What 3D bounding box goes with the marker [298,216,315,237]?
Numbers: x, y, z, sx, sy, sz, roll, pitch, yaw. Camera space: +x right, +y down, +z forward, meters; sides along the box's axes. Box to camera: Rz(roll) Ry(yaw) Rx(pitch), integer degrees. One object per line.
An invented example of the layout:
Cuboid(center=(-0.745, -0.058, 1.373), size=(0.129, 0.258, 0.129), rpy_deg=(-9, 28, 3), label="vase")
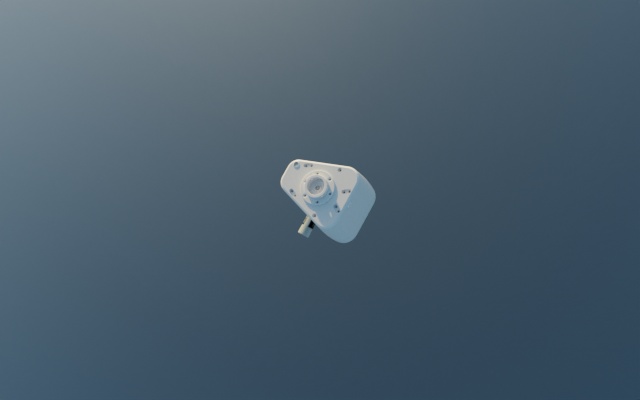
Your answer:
Cuboid(center=(0.000, 0.003, 0.774), size=(0.020, 0.121, 0.020), rpy_deg=(28, -4, 2), label="marker")
